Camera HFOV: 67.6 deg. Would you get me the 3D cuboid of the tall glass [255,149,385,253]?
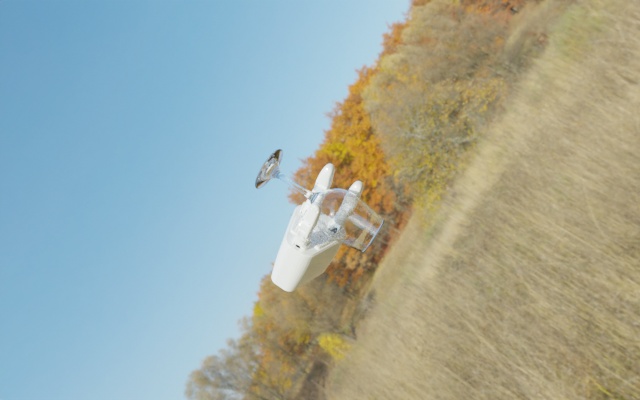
[{"bbox_3d":[0.000,0.002,0.747,0.201,0.079,0.079,32,6,9],"label":"tall glass"}]
